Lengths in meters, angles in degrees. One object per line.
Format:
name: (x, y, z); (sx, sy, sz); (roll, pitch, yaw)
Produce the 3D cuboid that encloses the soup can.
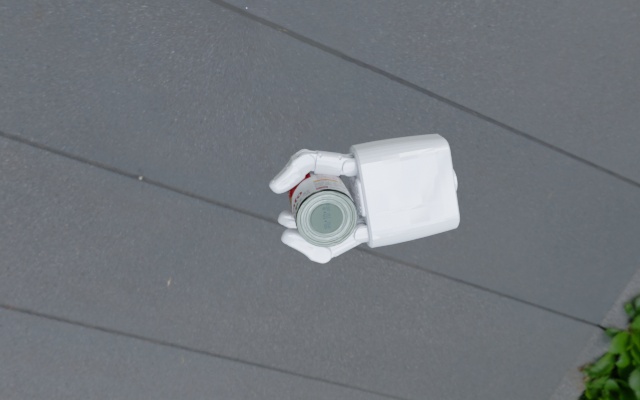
soup can: (0.000, 0.002, 0.541); (0.068, 0.068, 0.102); (0, 22, -9)
